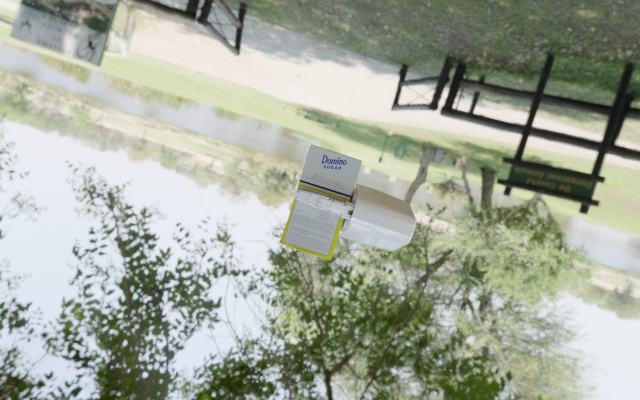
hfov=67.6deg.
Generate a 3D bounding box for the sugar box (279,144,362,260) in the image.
[{"bbox_3d":[0.000,0.003,0.810,0.093,0.176,0.048,18,1,-2],"label":"sugar box"}]
